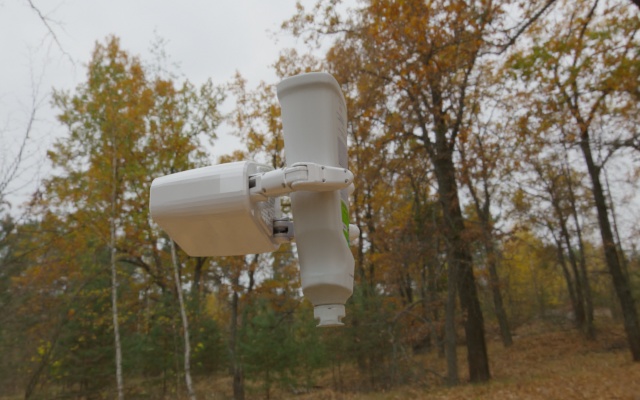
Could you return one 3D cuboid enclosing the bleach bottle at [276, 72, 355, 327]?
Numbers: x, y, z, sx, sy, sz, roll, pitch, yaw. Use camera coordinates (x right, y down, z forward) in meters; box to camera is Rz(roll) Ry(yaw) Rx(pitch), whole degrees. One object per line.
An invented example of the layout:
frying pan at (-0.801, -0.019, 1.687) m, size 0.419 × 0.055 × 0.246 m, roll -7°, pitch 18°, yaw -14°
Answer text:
bleach bottle at (0.000, 0.002, 0.499) m, size 0.068 × 0.250 × 0.102 m, roll -8°, pitch -18°, yaw 14°
